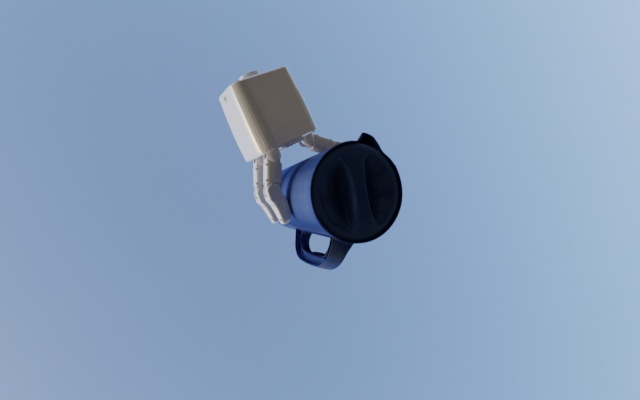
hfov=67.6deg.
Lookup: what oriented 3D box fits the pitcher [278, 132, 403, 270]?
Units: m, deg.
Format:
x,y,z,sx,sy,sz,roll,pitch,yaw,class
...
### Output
x,y,z,sx,sy,sz,roll,pitch,yaw,class
0.000,0.002,0.713,0.149,0.145,0.243,-31,10,-21,pitcher
